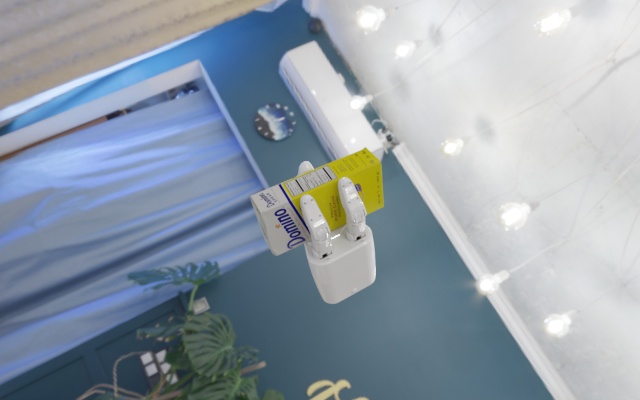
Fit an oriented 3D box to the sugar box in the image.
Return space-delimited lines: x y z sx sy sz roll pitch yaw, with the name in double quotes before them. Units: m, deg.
"sugar box" 0.000 0.003 0.656 0.176 0.093 0.048 -26 47 -13
